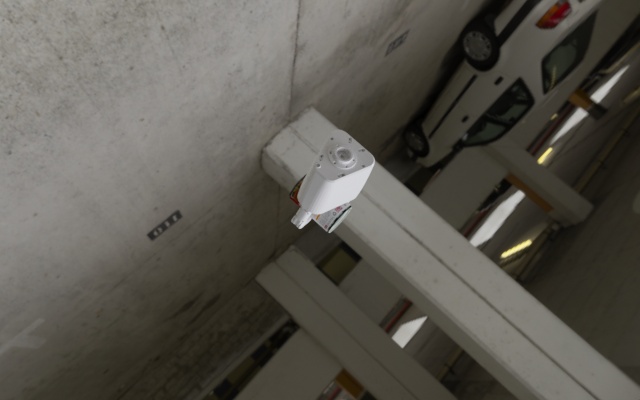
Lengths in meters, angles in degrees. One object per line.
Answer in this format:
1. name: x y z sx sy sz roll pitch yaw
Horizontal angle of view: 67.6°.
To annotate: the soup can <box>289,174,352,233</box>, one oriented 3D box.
1. soup can: 0.000 0.003 0.896 0.102 0.068 0.068 42 8 9
